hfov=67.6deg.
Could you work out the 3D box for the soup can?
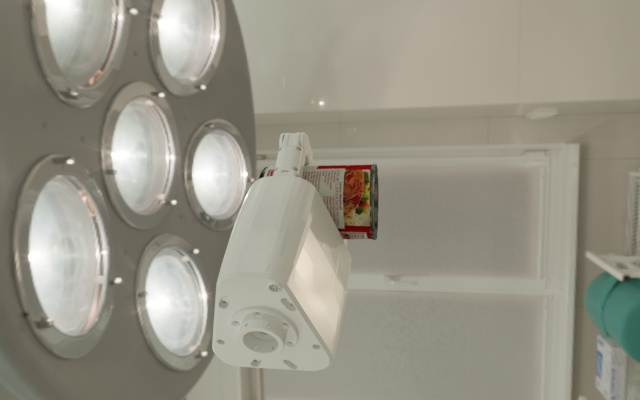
[{"bbox_3d":[0.000,0.001,0.434,0.102,0.068,0.068,0,0,10],"label":"soup can"}]
